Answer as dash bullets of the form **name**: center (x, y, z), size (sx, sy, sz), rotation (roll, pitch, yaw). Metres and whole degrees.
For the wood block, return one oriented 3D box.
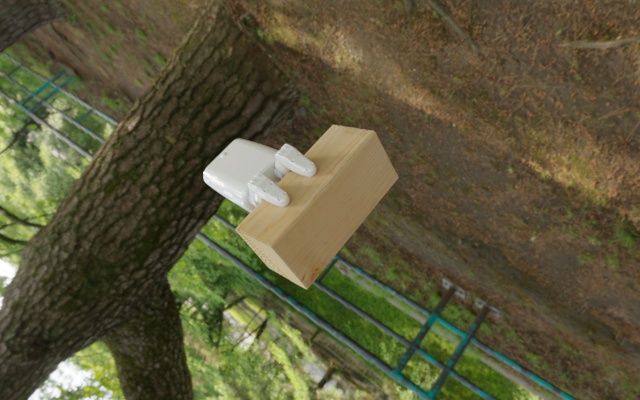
- **wood block**: center (0.000, 0.002, 0.645), size (0.090, 0.206, 0.091), rotation (19, -29, 47)
